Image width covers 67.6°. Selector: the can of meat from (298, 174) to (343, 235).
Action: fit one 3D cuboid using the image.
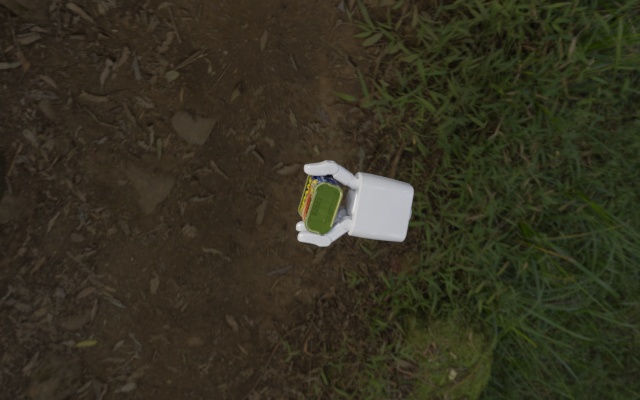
[{"bbox_3d":[0.000,0.003,0.873,0.057,0.102,0.084,14,16,-13],"label":"can of meat"}]
